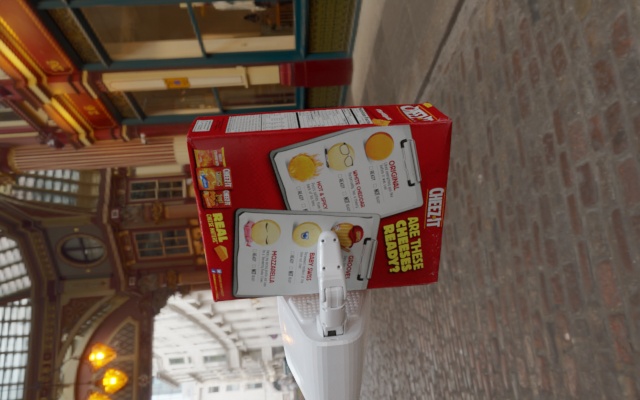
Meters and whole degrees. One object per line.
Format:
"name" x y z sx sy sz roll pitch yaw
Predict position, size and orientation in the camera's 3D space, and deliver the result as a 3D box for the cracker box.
"cracker box" 0.000 0.002 0.438 0.214 0.164 0.072 -5 28 -5
